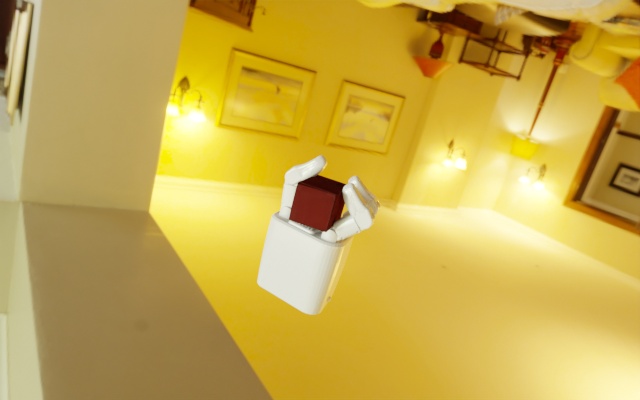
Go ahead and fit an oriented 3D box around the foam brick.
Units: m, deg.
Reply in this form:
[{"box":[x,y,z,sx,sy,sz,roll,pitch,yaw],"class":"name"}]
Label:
[{"box":[0.000,0.002,0.617,0.053,0.051,0.078,19,15,13],"class":"foam brick"}]
